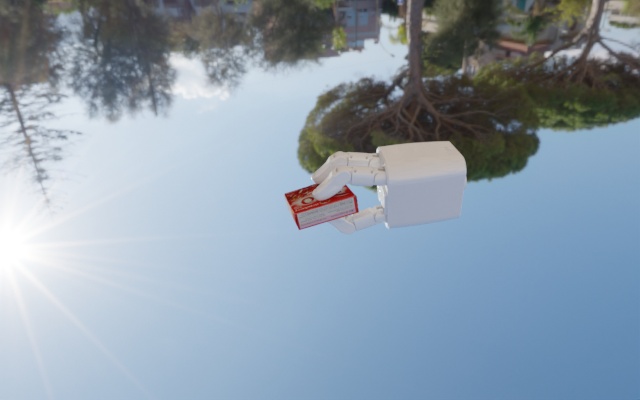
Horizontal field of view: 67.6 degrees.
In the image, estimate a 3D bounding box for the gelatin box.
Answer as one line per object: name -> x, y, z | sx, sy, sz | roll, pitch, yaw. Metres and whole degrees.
gelatin box -> 0.000, 0.003, 0.670 | 0.089, 0.030, 0.073 | -17, 26, -9
